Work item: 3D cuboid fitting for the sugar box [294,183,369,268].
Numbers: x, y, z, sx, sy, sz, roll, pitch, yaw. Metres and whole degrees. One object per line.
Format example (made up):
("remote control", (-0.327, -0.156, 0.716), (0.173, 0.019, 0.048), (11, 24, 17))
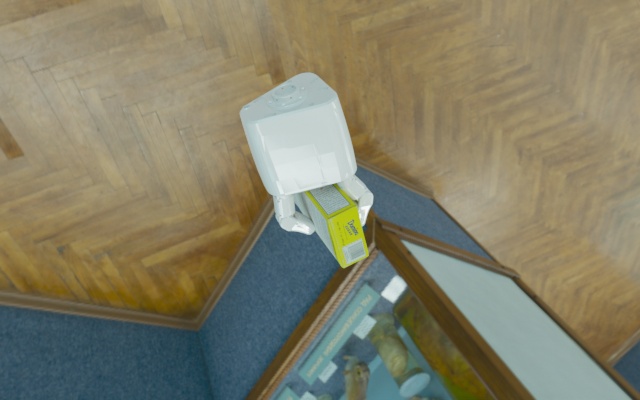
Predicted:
("sugar box", (0.001, 0.002, 0.650), (0.048, 0.093, 0.176), (-24, 40, -10))
